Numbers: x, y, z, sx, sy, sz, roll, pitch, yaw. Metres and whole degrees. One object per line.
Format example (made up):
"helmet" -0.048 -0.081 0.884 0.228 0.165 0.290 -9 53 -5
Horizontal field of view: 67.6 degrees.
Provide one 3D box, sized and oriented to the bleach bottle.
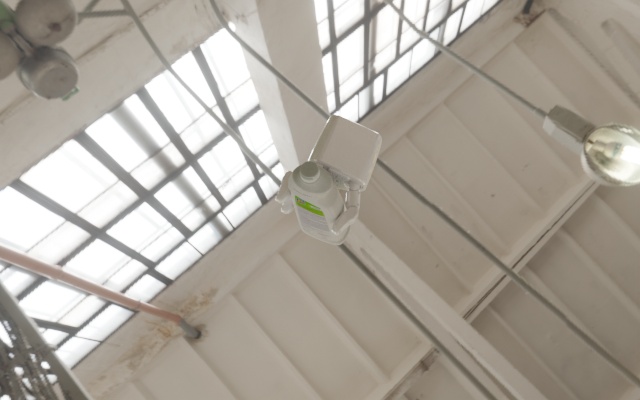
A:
"bleach bottle" 0.000 0.003 0.846 0.102 0.068 0.251 19 -20 12
